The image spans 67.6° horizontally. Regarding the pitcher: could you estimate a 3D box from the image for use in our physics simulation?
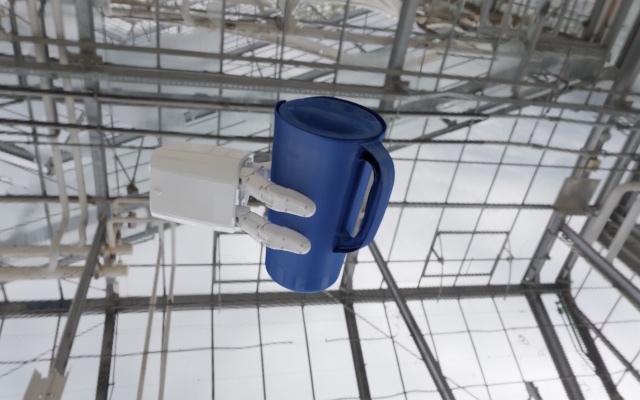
[{"bbox_3d":[0.000,0.002,0.607,0.145,0.243,0.149,9,30,-2],"label":"pitcher"}]
